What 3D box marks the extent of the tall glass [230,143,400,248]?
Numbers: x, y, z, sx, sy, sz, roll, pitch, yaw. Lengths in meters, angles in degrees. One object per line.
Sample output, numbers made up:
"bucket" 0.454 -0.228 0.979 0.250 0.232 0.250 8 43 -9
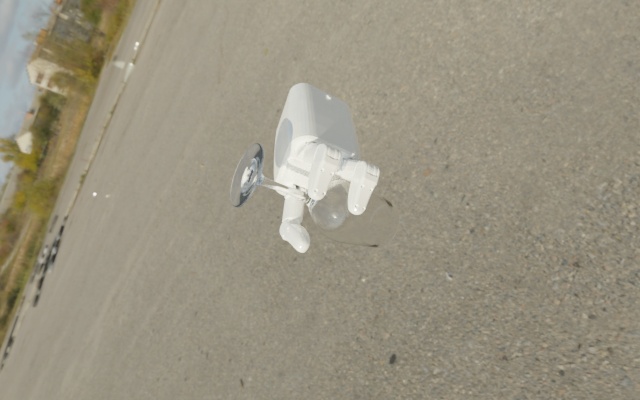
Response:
"tall glass" -0.001 0.002 0.569 0.201 0.079 0.079 21 -10 -29
